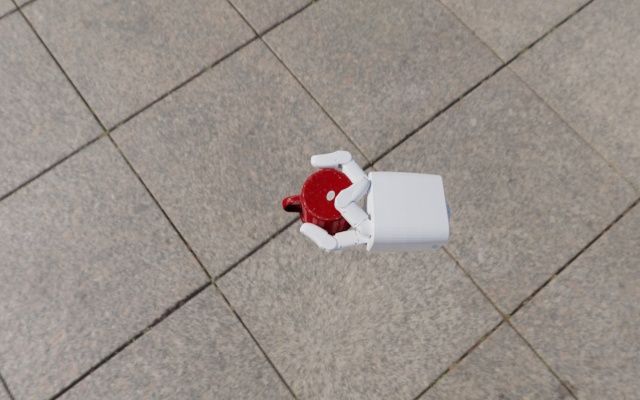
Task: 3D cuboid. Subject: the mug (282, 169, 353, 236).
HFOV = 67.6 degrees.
[{"bbox_3d":[-0.001,0.002,0.724,0.117,0.093,0.081,0,-17,-1],"label":"mug"}]
